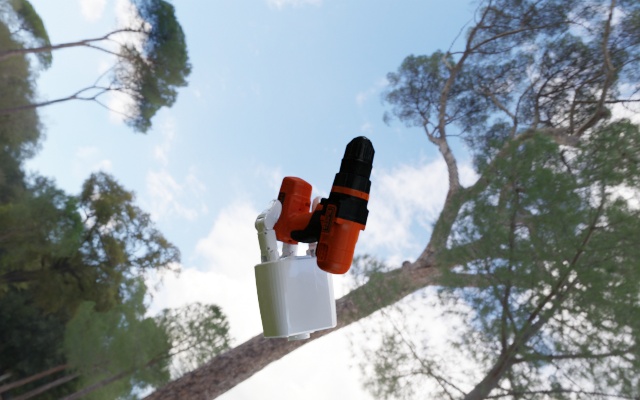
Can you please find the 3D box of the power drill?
[{"bbox_3d":[0.000,0.002,0.681,0.057,0.184,0.187,18,-7,-28],"label":"power drill"}]
